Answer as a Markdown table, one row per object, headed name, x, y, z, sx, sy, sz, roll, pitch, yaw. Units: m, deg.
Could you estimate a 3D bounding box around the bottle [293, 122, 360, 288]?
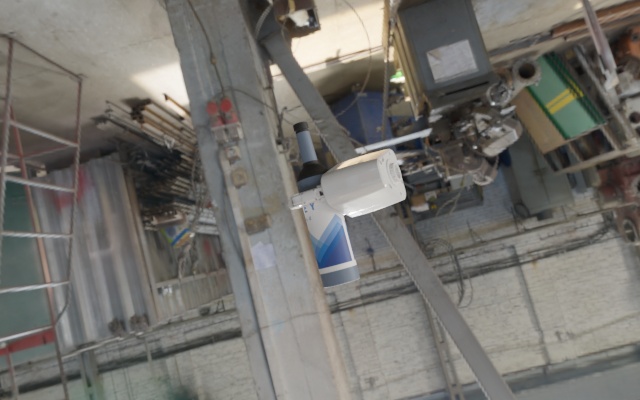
| name | x | y | z | sx | sy | sz | roll | pitch | yaw |
| --- | --- | --- | --- | --- | --- | --- | --- | --- | --- |
| bottle | 0.000 | 0.003 | 0.851 | 0.069 | 0.295 | 0.069 | -15 | -6 | -2 |
